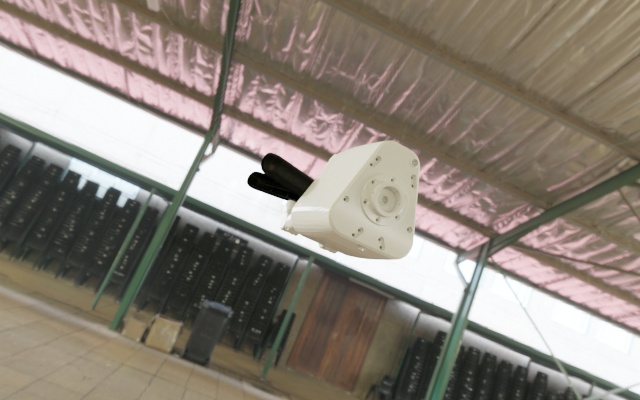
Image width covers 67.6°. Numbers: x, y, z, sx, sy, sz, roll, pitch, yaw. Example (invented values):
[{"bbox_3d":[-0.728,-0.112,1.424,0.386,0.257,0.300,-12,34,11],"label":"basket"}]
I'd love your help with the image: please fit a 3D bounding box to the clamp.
[{"bbox_3d":[0.001,0.002,0.621,0.210,0.036,0.164,27,-10,-18],"label":"clamp"}]
